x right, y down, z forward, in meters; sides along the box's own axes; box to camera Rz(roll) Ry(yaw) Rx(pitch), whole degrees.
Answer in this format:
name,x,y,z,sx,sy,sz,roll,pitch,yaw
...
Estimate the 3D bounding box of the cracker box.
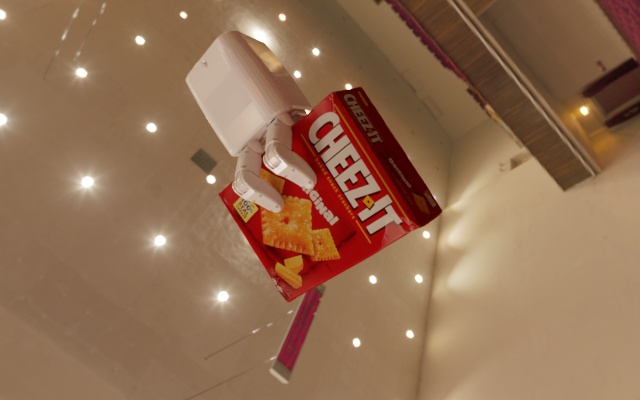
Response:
name,x,y,z,sx,sy,sz,roll,pitch,yaw
cracker box,0.000,0.002,0.547,0.214,0.164,0.072,-36,-6,36
